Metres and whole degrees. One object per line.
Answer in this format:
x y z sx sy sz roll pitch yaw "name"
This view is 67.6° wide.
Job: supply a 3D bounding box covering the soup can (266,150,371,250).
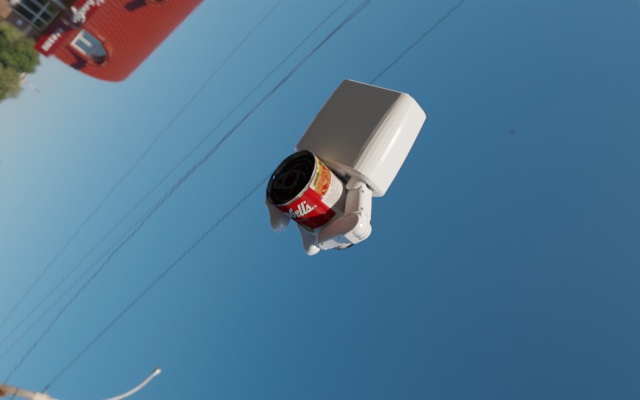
0.000 0.002 0.519 0.068 0.068 0.102 0 -31 46 "soup can"
